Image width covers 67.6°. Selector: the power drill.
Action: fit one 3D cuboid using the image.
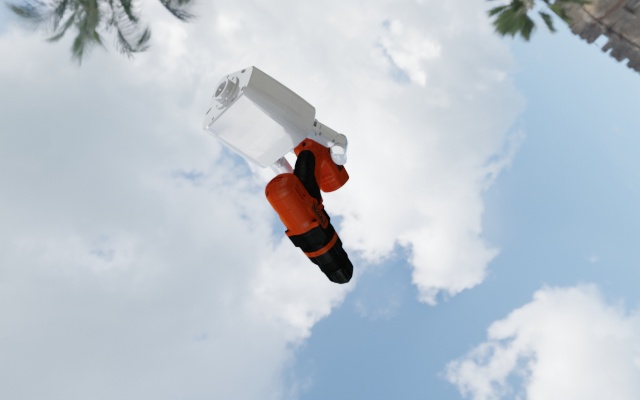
[{"bbox_3d":[0.000,0.002,0.674,0.057,0.184,0.187,-20,31,20],"label":"power drill"}]
